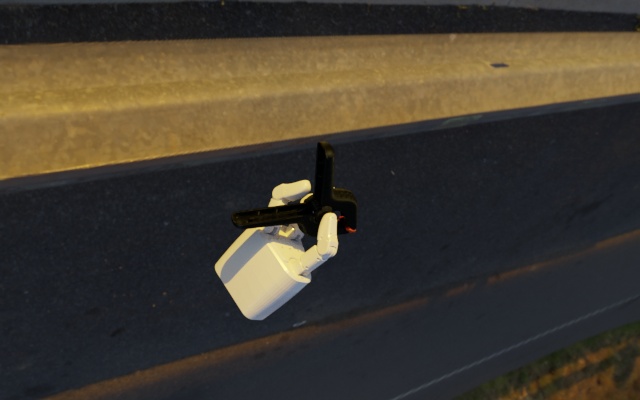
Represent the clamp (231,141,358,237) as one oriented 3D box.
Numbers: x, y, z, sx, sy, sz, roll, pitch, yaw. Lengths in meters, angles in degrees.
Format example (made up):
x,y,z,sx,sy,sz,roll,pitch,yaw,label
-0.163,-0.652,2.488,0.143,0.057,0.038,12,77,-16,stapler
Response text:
x,y,z,sx,sy,sz,roll,pitch,yaw,label
0.001,0.003,0.670,0.164,0.036,0.210,-41,-35,21,clamp
